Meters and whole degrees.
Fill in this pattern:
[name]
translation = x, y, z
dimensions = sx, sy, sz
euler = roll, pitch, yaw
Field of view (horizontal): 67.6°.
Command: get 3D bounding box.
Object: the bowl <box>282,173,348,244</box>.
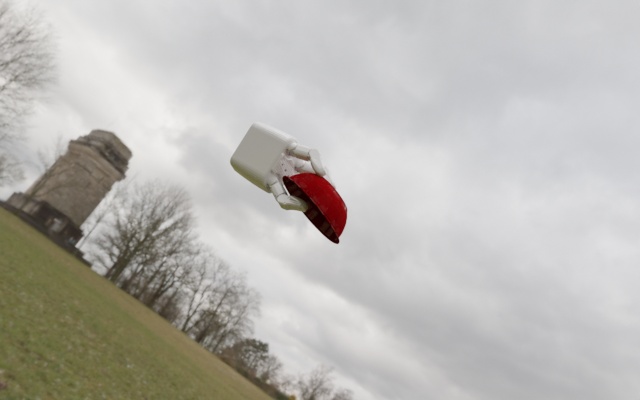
[bowl]
translation = 0.001, 0.004, 0.887
dimensions = 0.055, 0.162, 0.162
euler = -39, 9, -11
